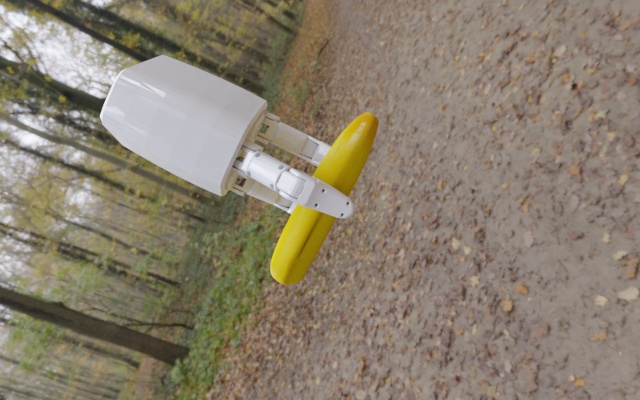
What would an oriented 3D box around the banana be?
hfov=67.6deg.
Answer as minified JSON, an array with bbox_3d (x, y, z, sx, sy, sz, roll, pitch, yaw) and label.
[{"bbox_3d":[-0.005,0.013,0.426,0.037,0.198,0.069,27,31,-1],"label":"banana"}]
